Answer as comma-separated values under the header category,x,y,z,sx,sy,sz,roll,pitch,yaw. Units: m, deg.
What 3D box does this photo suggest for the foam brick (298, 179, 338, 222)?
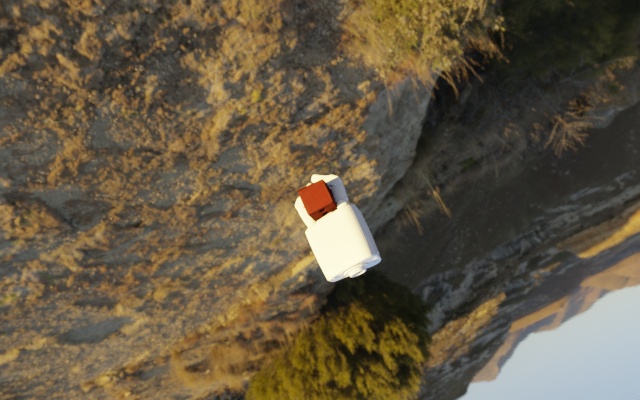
category,x,y,z,sx,sy,sz,roll,pitch,yaw
foam brick,0.000,0.003,0.889,0.053,0.051,0.078,-26,-21,8
